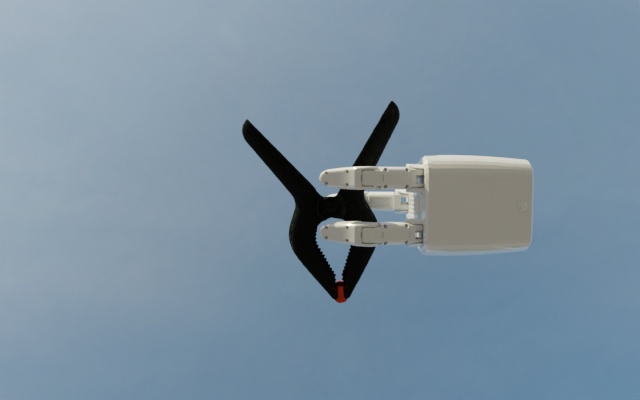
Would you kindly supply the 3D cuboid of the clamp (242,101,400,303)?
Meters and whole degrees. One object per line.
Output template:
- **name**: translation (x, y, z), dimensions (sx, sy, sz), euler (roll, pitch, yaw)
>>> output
- **clamp**: translation (0.000, 0.002, 0.505), dimensions (0.164, 0.210, 0.036), euler (0, 3, 3)
